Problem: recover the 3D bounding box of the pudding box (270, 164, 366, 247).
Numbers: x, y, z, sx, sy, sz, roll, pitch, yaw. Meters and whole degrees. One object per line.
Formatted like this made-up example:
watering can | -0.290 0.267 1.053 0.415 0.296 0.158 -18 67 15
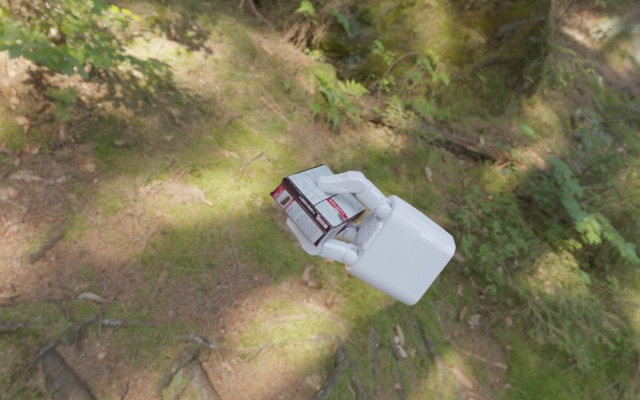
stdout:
pudding box | 0.000 0.002 0.621 0.039 0.090 0.113 -48 -11 26
